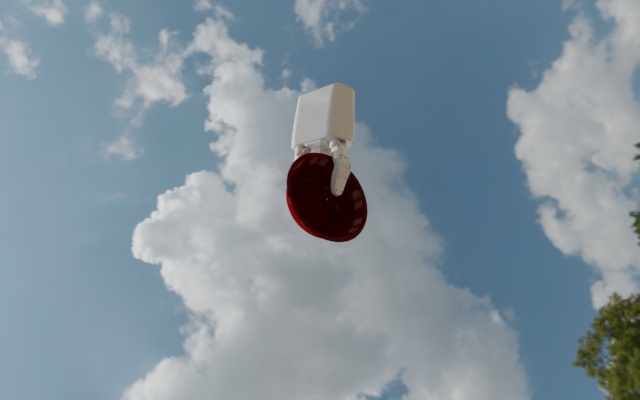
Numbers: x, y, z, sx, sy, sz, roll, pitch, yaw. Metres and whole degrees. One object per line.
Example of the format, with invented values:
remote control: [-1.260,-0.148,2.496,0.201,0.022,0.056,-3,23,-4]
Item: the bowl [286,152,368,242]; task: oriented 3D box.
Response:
bowl: [0.000,0.004,0.800,0.162,0.162,0.055,0,-24,-38]
